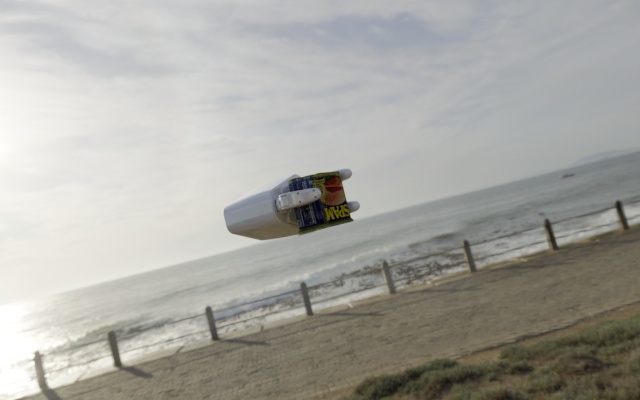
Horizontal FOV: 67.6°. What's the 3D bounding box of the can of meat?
[{"bbox_3d":[0.000,0.002,0.741,0.057,0.084,0.102,-16,-4,34],"label":"can of meat"}]
